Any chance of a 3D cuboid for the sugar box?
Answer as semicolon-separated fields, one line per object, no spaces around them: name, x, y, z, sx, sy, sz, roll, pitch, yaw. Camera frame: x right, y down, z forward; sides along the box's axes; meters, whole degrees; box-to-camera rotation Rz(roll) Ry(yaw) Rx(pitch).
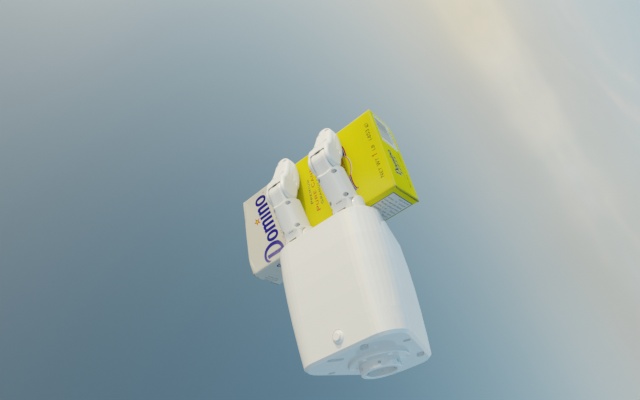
sugar box;0.000;0.001;0.462;0.176;0.093;0.048;-33;-39;25
